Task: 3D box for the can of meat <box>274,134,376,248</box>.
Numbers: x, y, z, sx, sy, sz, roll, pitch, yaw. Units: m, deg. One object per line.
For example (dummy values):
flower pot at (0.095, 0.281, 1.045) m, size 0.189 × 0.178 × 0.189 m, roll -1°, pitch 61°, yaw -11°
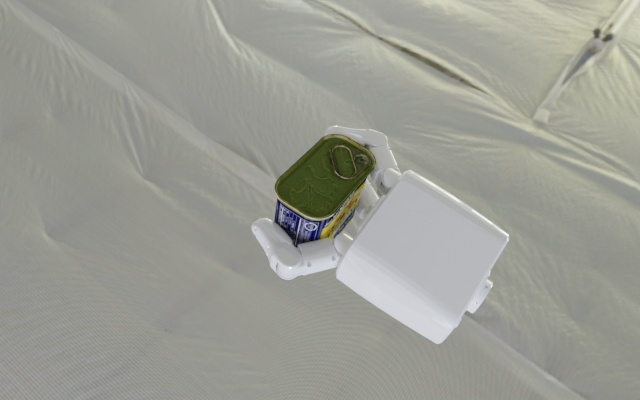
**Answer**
can of meat at (0.000, 0.002, 0.446) m, size 0.057 × 0.084 × 0.102 m, roll 32°, pitch 53°, yaw 15°
